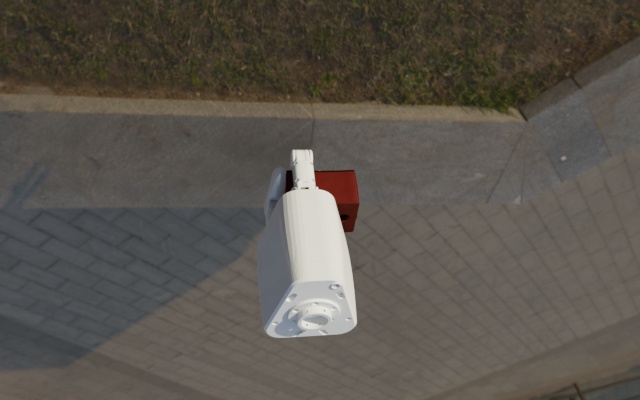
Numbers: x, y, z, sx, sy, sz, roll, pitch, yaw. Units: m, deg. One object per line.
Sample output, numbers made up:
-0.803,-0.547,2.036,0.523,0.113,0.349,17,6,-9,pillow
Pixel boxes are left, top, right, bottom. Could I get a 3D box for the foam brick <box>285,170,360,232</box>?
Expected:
0.000,0.002,0.531,0.078,0.051,0.053,-2,-41,-8,foam brick
